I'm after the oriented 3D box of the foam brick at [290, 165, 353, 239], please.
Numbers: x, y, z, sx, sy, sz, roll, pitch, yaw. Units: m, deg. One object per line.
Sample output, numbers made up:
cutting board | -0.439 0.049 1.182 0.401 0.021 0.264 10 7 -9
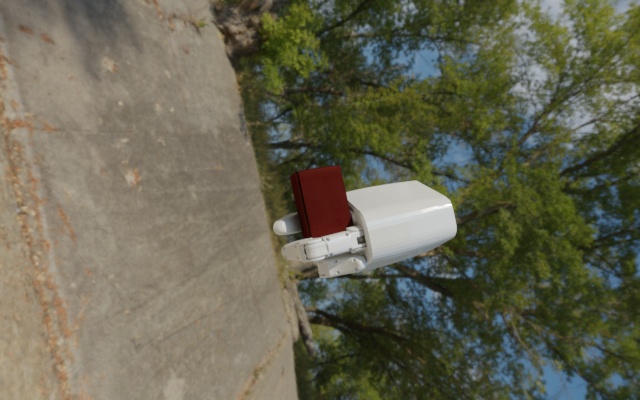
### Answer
foam brick | 0.000 0.002 0.544 0.051 0.078 0.053 -13 2 -11
